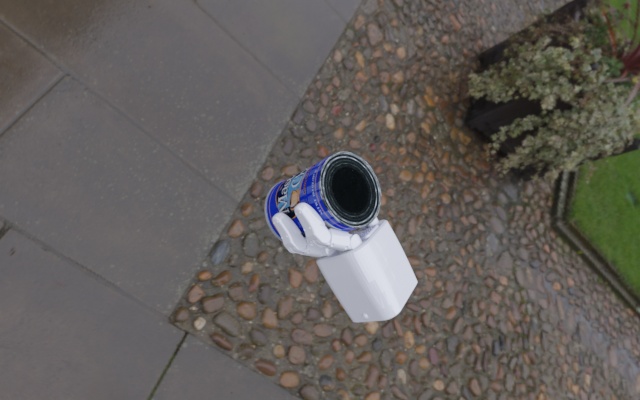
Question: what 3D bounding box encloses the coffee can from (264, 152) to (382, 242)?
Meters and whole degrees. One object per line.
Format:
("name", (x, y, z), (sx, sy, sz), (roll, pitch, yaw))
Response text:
("coffee can", (0.000, 0.002, 0.668), (0.103, 0.102, 0.140), (0, -14, -37))
